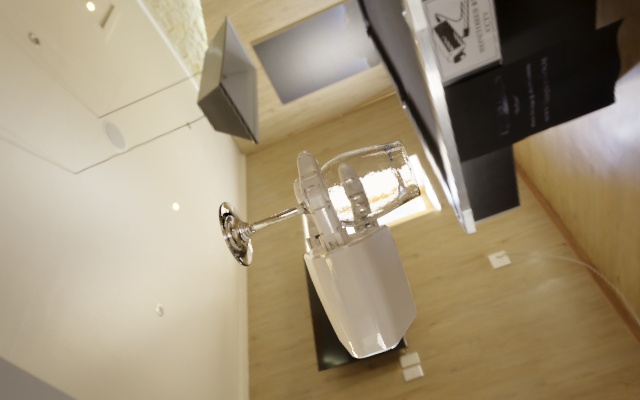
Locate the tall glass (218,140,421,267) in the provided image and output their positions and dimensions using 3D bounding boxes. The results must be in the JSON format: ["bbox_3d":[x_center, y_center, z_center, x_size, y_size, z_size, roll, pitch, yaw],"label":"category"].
[{"bbox_3d":[-0.001,0.002,0.503,0.201,0.079,0.079,-21,-3,8],"label":"tall glass"}]
